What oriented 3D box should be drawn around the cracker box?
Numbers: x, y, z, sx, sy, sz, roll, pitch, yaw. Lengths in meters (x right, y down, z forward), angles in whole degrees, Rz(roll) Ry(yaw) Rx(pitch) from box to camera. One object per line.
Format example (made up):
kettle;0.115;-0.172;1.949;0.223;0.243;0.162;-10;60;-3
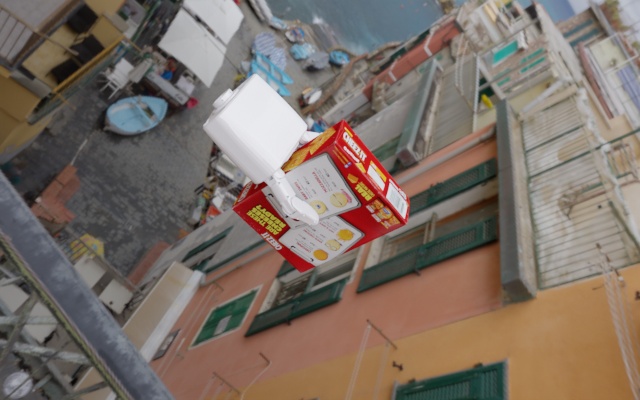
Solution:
cracker box;0.000;0.002;0.718;0.214;0.164;0.072;-29;25;33
